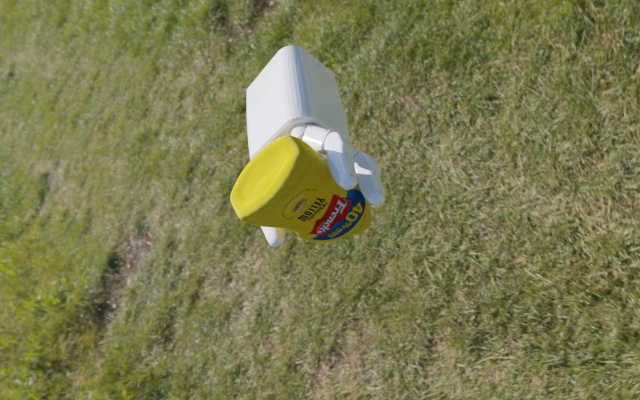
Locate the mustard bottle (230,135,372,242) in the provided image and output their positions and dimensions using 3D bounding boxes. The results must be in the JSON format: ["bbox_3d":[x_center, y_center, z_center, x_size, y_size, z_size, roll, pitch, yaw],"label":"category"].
[{"bbox_3d":[0.000,0.002,0.526,0.192,0.096,0.058,24,25,-50],"label":"mustard bottle"}]
